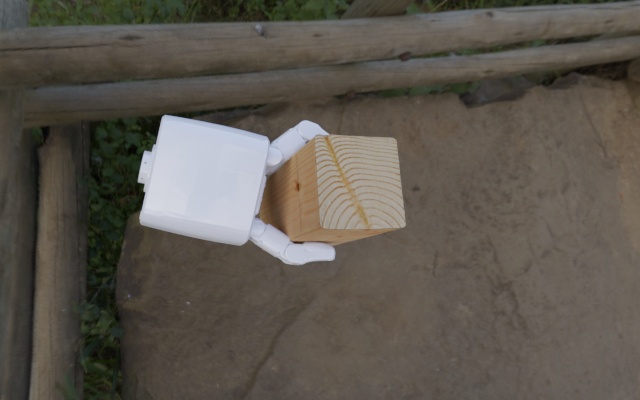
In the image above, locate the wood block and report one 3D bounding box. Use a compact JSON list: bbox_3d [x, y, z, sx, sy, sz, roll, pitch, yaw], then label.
[{"bbox_3d":[0.000,0.002,0.538,0.090,0.091,0.206,0,-11,-22],"label":"wood block"}]
